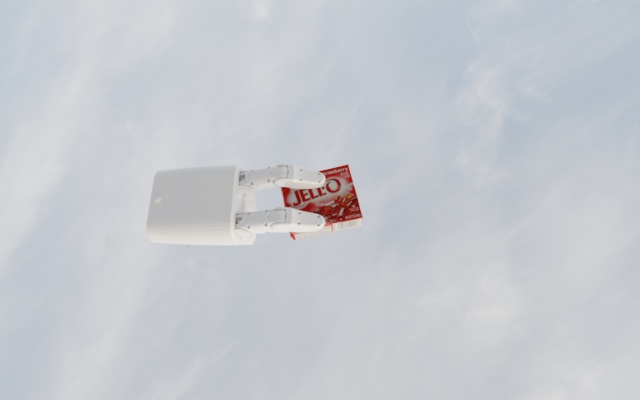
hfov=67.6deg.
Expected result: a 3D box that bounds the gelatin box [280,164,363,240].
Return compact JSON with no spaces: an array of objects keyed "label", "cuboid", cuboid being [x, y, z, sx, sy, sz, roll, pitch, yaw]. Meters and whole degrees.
[{"label":"gelatin box","cuboid":[0.000,0.002,0.580,0.089,0.073,0.030,-12,-23,-3]}]
